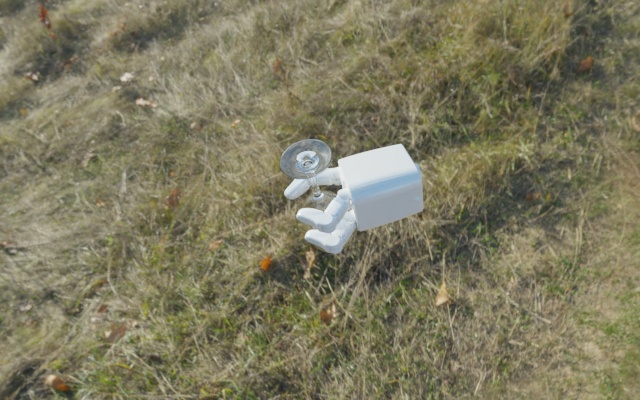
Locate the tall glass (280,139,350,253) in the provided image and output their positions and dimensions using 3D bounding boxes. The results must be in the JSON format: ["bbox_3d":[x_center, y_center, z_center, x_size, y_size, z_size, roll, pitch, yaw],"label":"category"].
[{"bbox_3d":[0.000,0.002,0.736,0.079,0.079,0.201,0,-38,14],"label":"tall glass"}]
